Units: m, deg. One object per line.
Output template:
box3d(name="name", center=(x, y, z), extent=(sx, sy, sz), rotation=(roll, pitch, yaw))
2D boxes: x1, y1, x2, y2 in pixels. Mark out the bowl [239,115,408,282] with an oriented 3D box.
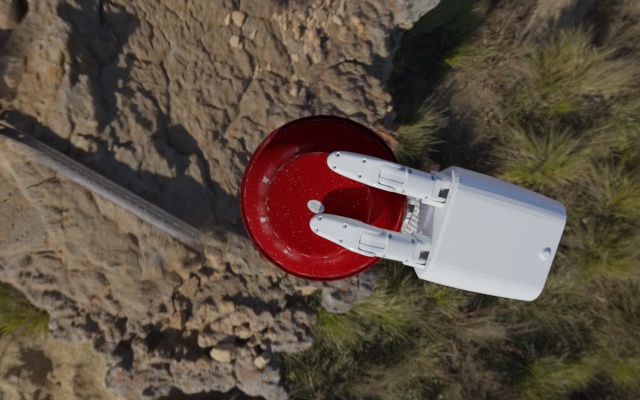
box3d(name="bowl", center=(-0.001, 0.001, 0.434), extent=(0.162, 0.162, 0.055), rotation=(0, 6, 4))
